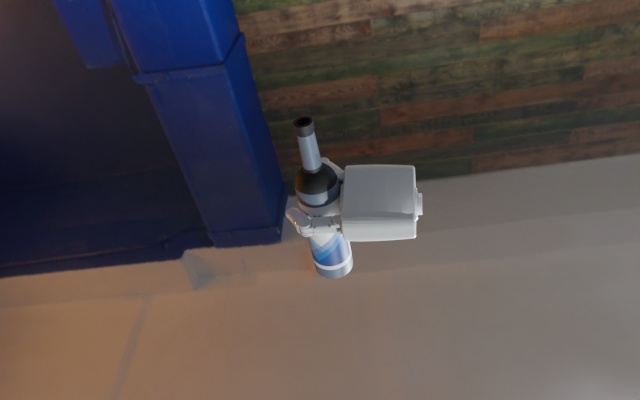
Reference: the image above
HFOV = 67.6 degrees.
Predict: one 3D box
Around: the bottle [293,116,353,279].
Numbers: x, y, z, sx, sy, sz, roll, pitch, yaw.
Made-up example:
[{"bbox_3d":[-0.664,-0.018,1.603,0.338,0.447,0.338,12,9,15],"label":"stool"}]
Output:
[{"bbox_3d":[0.000,0.003,0.741,0.069,0.296,0.069,-7,41,6],"label":"bottle"}]
